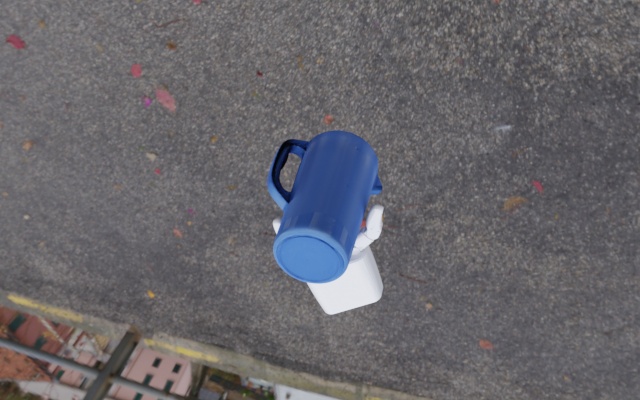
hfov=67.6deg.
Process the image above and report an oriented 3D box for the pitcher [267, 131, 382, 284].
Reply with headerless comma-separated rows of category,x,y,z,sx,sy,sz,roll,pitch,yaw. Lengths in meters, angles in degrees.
pitcher,0.000,0.003,0.740,0.149,0.145,0.242,-7,36,21
